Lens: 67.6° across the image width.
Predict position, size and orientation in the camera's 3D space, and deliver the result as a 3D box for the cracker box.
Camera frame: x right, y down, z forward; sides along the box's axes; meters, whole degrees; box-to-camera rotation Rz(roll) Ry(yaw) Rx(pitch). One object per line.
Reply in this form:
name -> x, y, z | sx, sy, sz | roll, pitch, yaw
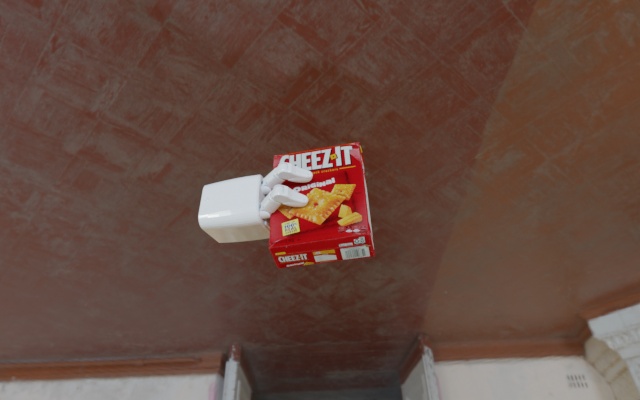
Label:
cracker box -> 0.000, 0.003, 0.824 | 0.164, 0.213, 0.072 | -8, -41, 7
